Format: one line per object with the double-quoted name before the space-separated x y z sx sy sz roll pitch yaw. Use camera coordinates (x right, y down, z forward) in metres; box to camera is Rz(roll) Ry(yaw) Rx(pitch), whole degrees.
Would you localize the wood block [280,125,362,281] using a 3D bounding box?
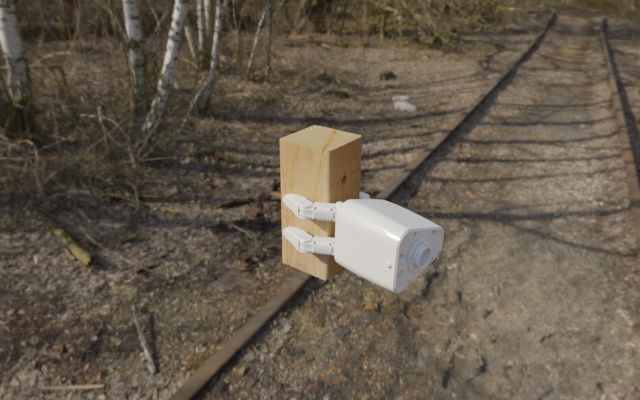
"wood block" 0.001 0.002 0.726 0.090 0.206 0.090 18 30 31
